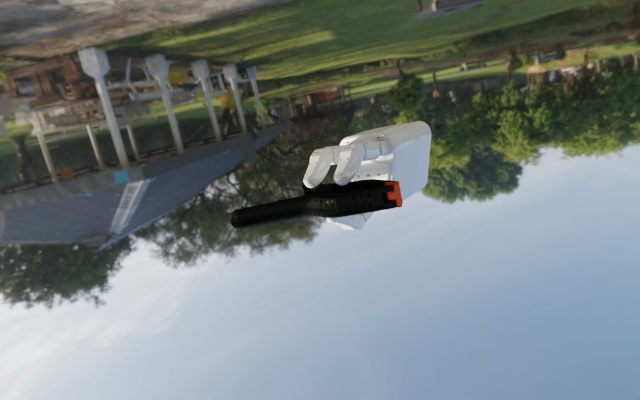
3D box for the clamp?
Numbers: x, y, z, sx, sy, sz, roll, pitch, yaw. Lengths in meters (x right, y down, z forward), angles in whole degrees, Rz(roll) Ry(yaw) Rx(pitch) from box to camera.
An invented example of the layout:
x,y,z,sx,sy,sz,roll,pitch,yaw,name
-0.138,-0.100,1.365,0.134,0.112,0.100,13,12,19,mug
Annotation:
x,y,z,sx,sy,sz,roll,pitch,yaw,name
0.001,0.003,0.592,0.210,0.036,0.164,-2,16,44,clamp
